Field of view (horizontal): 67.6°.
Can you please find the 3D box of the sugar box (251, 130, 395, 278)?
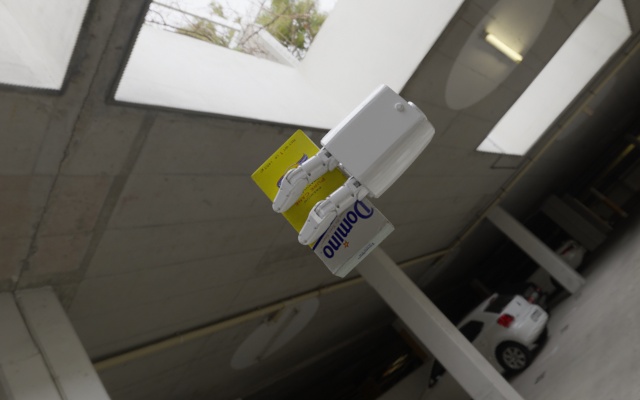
[{"bbox_3d":[0.000,0.002,0.607,0.176,0.093,0.048,47,4,25],"label":"sugar box"}]
